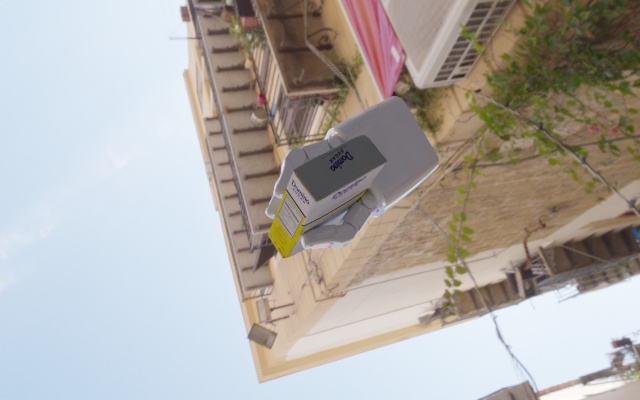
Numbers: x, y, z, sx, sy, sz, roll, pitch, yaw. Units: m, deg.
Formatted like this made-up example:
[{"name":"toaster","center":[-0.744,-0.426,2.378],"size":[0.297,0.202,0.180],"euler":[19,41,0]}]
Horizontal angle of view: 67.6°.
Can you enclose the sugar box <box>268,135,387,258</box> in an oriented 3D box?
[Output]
[{"name":"sugar box","center":[0.000,0.001,0.535],"size":[0.093,0.048,0.176],"euler":[-30,-16,-26]}]
